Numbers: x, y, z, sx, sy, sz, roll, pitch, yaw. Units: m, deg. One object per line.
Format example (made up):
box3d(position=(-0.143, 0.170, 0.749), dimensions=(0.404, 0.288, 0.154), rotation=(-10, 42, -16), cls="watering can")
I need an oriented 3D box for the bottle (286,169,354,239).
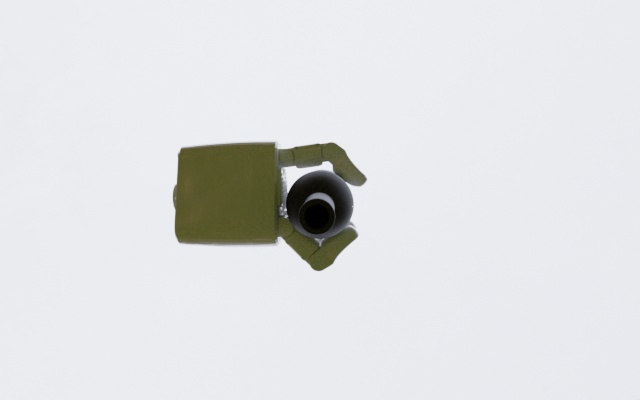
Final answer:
box3d(position=(0.000, 0.002, 0.501), dimensions=(0.069, 0.069, 0.295), rotation=(0, 4, 1), cls="bottle")
